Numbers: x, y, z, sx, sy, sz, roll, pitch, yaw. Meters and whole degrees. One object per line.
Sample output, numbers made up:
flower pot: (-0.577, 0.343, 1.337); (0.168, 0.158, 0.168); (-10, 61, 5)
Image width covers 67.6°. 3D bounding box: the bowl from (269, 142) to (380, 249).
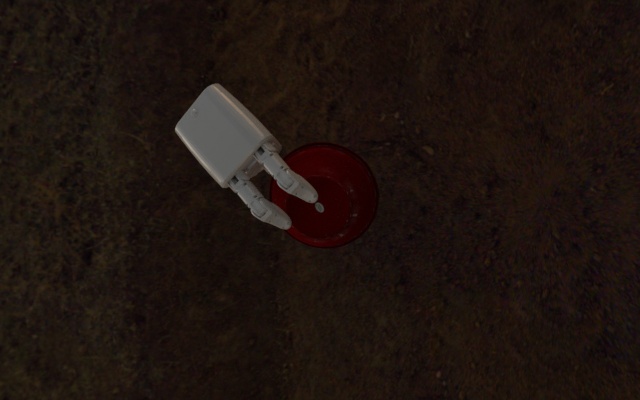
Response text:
bowl: (0.001, 0.003, 0.667); (0.162, 0.162, 0.055); (0, 17, 9)
